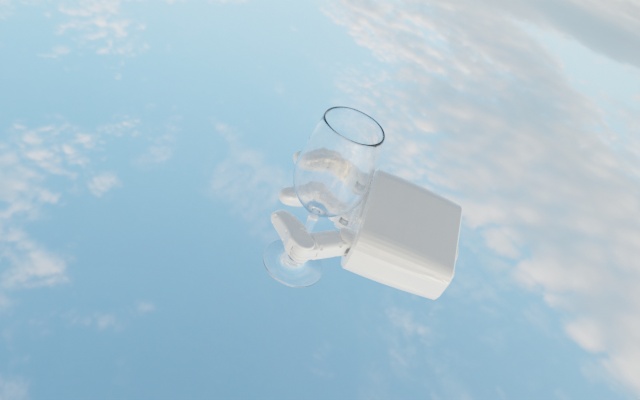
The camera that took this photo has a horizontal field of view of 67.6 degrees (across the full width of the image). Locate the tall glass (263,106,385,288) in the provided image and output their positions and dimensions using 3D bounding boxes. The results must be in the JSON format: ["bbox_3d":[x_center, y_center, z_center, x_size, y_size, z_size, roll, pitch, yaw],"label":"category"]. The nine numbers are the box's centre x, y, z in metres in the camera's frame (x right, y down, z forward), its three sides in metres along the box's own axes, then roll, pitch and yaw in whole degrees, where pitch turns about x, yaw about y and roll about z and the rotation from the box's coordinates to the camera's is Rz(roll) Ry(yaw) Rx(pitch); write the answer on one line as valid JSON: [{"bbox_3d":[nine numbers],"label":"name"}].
[{"bbox_3d":[0.000,0.002,0.504,0.079,0.201,0.079,14,39,-12],"label":"tall glass"}]
